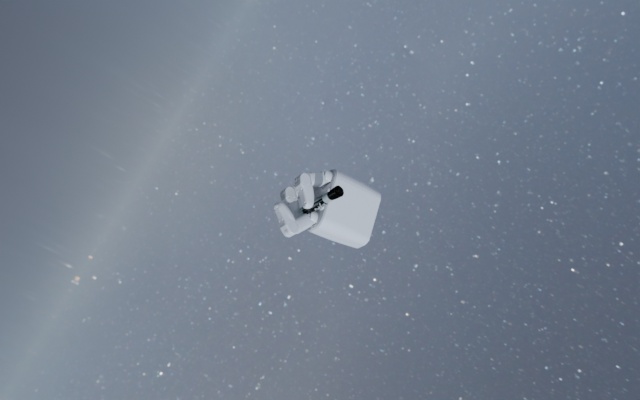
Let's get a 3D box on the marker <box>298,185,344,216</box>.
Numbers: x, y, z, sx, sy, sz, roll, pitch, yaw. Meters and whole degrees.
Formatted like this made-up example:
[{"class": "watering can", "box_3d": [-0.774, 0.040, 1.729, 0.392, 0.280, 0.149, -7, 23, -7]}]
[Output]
[{"class": "marker", "box_3d": [0.000, 0.003, 0.790, 0.020, 0.020, 0.121, 0, -19, -34]}]
